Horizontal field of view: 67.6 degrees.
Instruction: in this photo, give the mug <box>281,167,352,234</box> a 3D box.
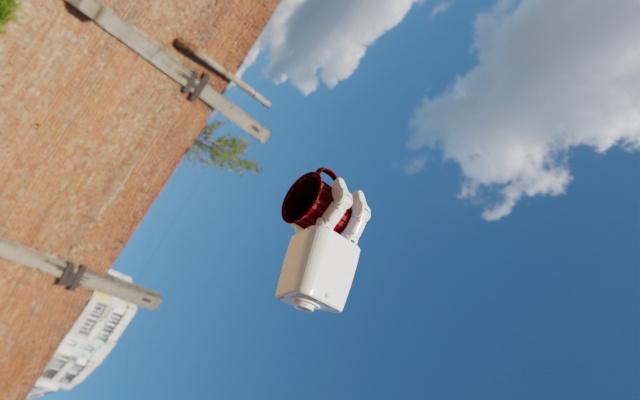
[{"bbox_3d":[0.001,0.001,0.782,0.081,0.117,0.093,33,-29,-32],"label":"mug"}]
